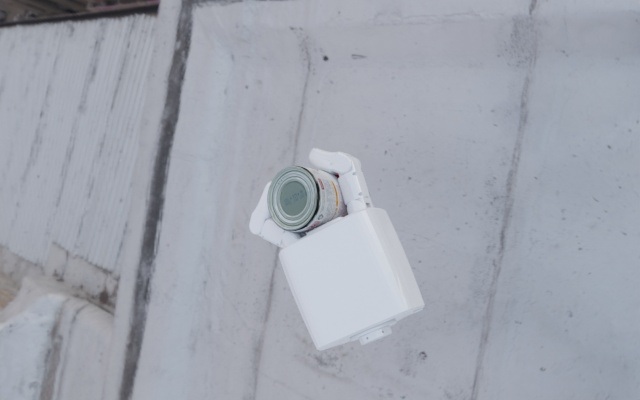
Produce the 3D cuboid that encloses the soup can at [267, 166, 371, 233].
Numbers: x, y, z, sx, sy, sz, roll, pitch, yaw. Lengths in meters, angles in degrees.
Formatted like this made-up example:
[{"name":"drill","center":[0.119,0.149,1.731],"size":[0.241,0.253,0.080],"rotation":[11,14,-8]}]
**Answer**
[{"name":"soup can","center":[0.000,0.001,0.514],"size":[0.068,0.068,0.102],"rotation":[0,-4,36]}]
